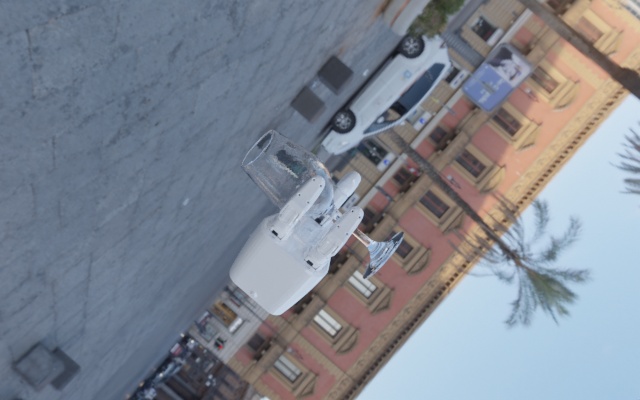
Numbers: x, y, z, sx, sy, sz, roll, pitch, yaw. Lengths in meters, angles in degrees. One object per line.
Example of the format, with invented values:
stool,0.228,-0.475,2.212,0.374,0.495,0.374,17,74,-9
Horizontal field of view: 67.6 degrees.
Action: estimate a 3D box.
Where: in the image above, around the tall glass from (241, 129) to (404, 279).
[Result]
tall glass,0.001,0.002,0.574,0.201,0.079,0.079,41,0,1
